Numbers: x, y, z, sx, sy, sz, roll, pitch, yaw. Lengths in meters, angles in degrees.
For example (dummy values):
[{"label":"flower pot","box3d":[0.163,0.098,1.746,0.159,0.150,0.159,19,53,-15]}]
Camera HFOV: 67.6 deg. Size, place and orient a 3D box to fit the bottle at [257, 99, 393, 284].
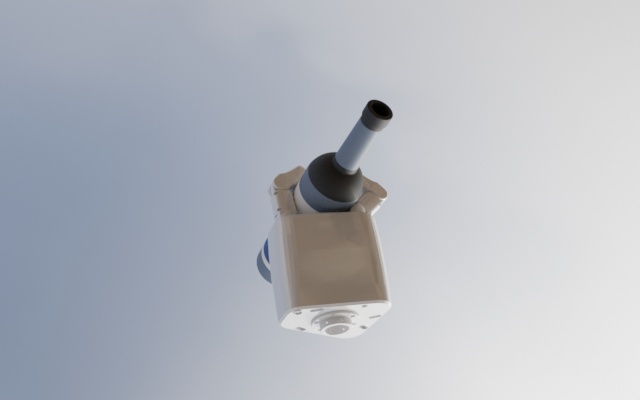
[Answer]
[{"label":"bottle","box3d":[0.000,0.002,0.551,0.069,0.069,0.296,0,-36,-28]}]
